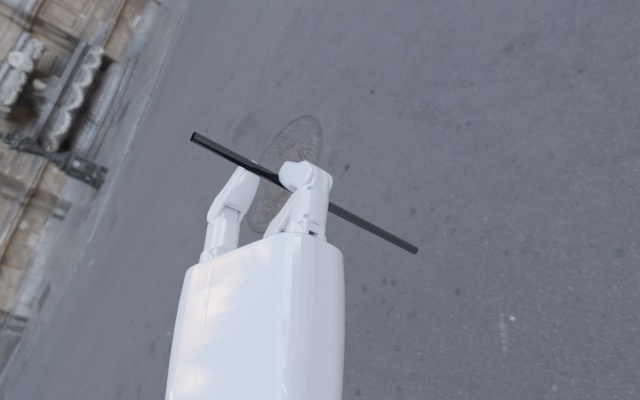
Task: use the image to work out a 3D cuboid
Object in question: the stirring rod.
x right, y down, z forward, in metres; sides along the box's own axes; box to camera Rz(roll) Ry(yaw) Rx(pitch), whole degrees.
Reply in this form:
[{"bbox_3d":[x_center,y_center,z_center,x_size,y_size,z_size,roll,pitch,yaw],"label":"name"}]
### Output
[{"bbox_3d":[0.000,0.001,0.406,0.239,0.011,0.011,27,-15,-30],"label":"stirring rod"}]
